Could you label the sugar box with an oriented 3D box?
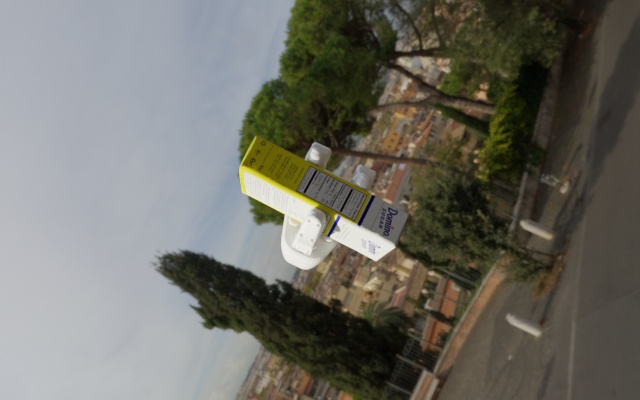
[{"bbox_3d":[0.000,0.001,0.515,0.176,0.048,0.093,25,-17,1],"label":"sugar box"}]
